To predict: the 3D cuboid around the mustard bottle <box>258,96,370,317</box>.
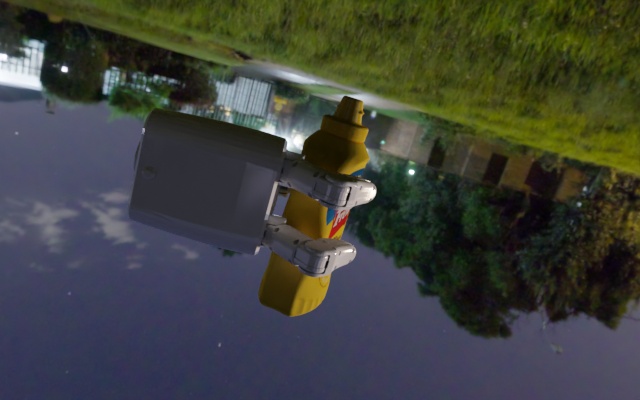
[{"bbox_3d":[0.000,0.002,0.429,0.058,0.192,0.096,21,15,16],"label":"mustard bottle"}]
